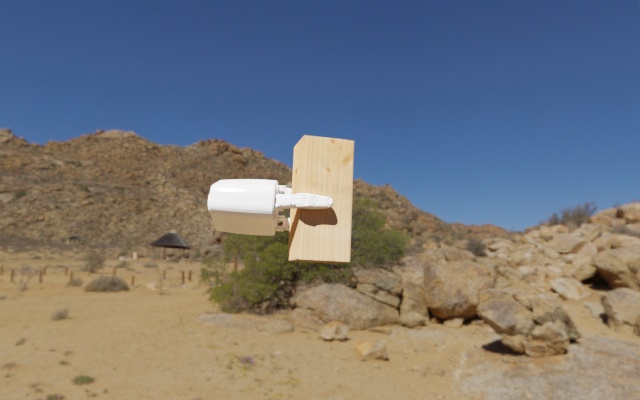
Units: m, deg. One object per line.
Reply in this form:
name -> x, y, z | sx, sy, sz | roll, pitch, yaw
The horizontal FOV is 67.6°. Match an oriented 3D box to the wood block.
wood block -> 0.000, 0.002, 0.824 | 0.090, 0.206, 0.091 | 5, -9, -14
